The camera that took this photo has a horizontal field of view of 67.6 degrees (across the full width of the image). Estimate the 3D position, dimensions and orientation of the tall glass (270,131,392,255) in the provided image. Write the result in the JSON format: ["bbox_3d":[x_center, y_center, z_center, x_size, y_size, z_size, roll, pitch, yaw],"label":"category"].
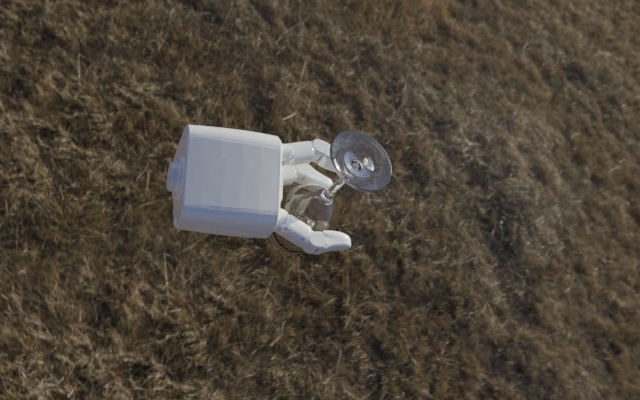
[{"bbox_3d":[0.001,0.002,0.577,0.079,0.079,0.201,0,-26,-28],"label":"tall glass"}]
